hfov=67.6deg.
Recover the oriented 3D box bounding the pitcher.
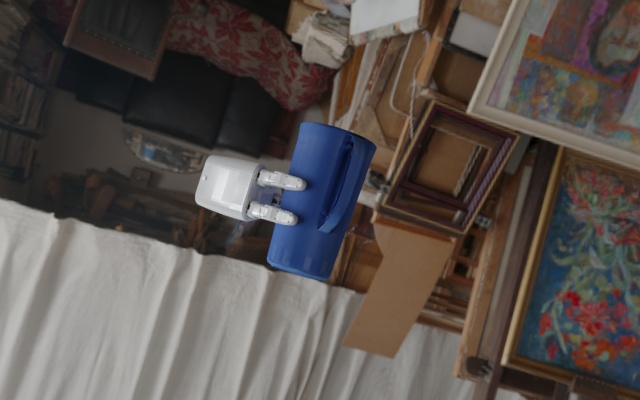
[{"bbox_3d":[0.000,0.003,0.778,0.145,0.243,0.149,15,-5,23],"label":"pitcher"}]
